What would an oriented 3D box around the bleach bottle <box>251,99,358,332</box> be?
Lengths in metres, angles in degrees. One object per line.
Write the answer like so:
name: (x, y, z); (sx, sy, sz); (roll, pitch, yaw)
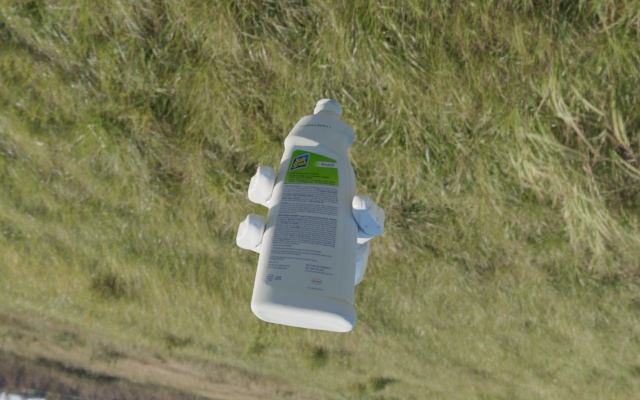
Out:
bleach bottle: (0.000, 0.002, 0.501); (0.102, 0.250, 0.068); (6, -26, 7)
